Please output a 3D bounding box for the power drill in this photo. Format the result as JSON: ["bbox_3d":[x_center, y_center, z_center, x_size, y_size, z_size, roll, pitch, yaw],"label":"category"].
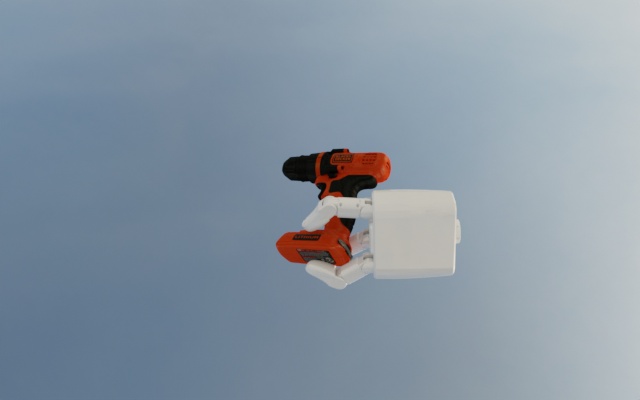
[{"bbox_3d":[0.000,0.003,0.714,0.184,0.187,0.057,0,-35,30],"label":"power drill"}]
